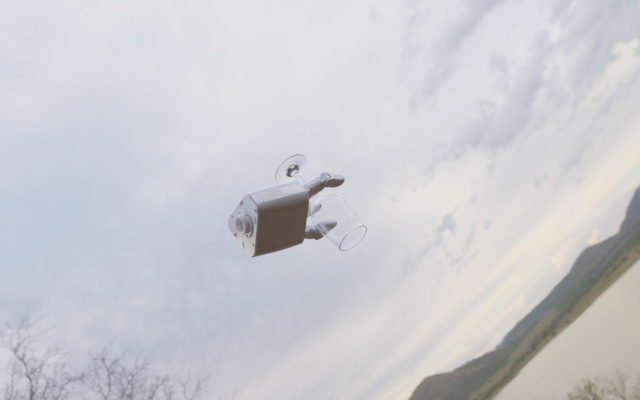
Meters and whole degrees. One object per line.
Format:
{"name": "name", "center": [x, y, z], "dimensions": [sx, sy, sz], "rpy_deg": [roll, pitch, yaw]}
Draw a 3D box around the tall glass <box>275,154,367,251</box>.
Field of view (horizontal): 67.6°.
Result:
{"name": "tall glass", "center": [0.000, 0.002, 0.890], "dimensions": [0.079, 0.079, 0.201], "rpy_deg": [0, 40, -51]}
